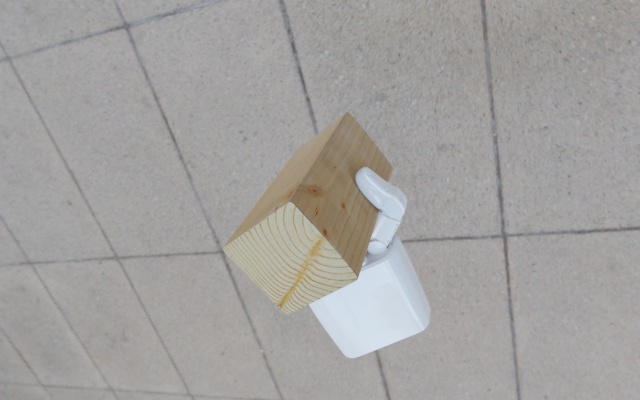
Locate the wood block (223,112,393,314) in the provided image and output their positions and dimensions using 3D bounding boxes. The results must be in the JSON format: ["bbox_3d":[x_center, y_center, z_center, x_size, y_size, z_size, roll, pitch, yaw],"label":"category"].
[{"bbox_3d":[0.001,0.002,0.488,0.091,0.090,0.206,-33,16,30],"label":"wood block"}]
